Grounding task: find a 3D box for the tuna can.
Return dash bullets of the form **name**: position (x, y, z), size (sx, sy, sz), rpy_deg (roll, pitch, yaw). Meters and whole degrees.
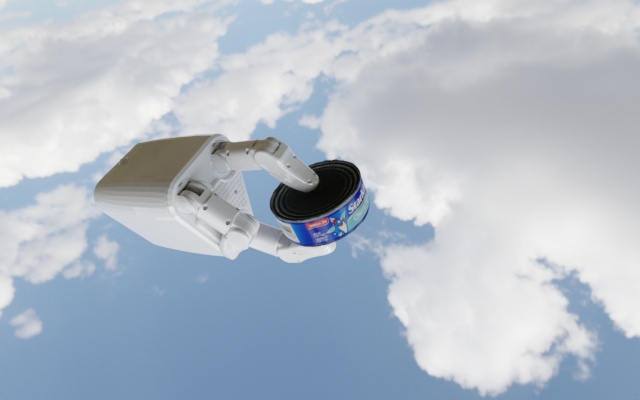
- **tuna can**: position (0.000, 0.002, 0.429), size (0.086, 0.034, 0.086), rpy_deg (-16, 34, 12)
